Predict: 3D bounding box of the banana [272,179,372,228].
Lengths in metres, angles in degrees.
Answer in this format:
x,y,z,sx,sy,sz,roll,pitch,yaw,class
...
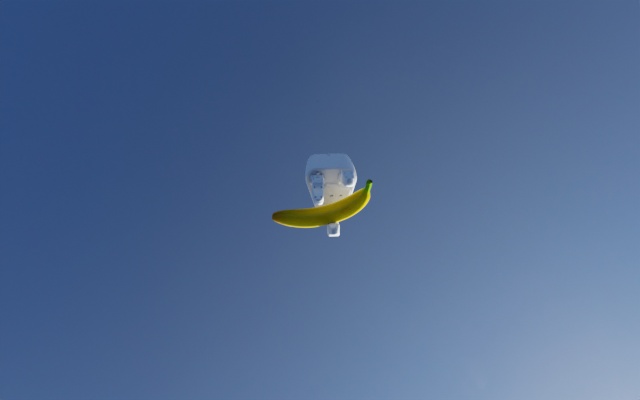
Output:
x,y,z,sx,sy,sz,roll,pitch,yaw,class
0.011,0.016,0.884,0.198,0.070,0.037,-21,33,11,banana
